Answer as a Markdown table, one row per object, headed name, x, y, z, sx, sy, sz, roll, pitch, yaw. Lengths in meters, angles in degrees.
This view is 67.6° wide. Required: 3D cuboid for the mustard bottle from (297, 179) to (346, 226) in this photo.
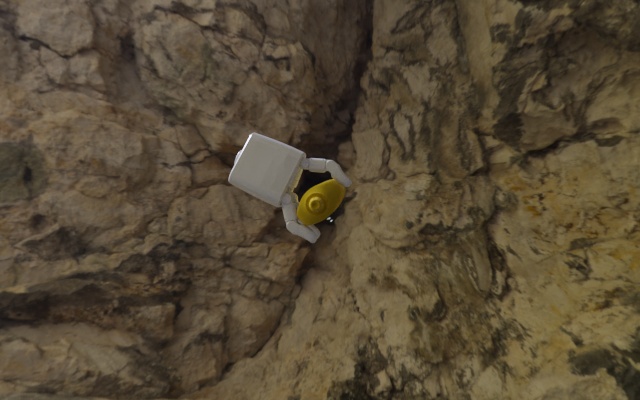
| name | x | y | z | sx | sy | sz | roll | pitch | yaw |
| --- | --- | --- | --- | --- | --- | --- | --- | --- | --- |
| mustard bottle | 0.000 | 0.003 | 0.879 | 0.096 | 0.058 | 0.191 | -43 | -2 | 6 |
